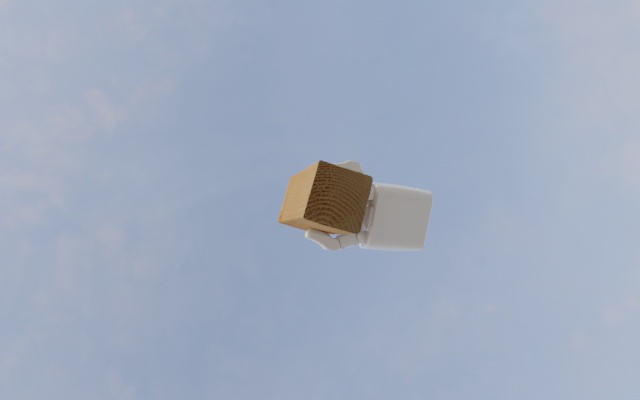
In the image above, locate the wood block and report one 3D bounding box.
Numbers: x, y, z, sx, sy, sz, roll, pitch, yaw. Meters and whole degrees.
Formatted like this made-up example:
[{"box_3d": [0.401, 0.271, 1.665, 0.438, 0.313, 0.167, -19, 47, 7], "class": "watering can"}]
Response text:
[{"box_3d": [0.000, 0.003, 0.787, 0.090, 0.091, 0.206, 17, -8, -13], "class": "wood block"}]
